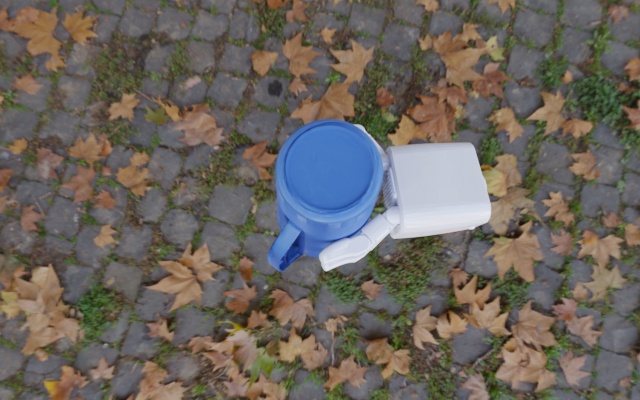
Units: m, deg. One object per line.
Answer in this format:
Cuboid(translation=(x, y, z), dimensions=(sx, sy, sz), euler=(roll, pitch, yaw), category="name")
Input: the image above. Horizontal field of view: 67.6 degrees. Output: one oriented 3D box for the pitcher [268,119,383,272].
Cuboid(translation=(0.000, 0.002, 0.580), dimensions=(0.145, 0.149, 0.243), euler=(-5, -12, -2), category="pitcher")
